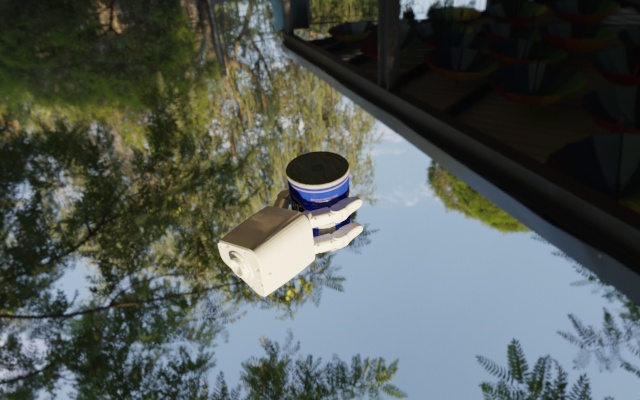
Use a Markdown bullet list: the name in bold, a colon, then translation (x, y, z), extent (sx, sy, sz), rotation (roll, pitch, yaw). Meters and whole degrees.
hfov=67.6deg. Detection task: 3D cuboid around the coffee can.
- **coffee can**: translation (0.000, 0.002, 0.806), extent (0.103, 0.140, 0.102), rotation (-3, 36, 3)
